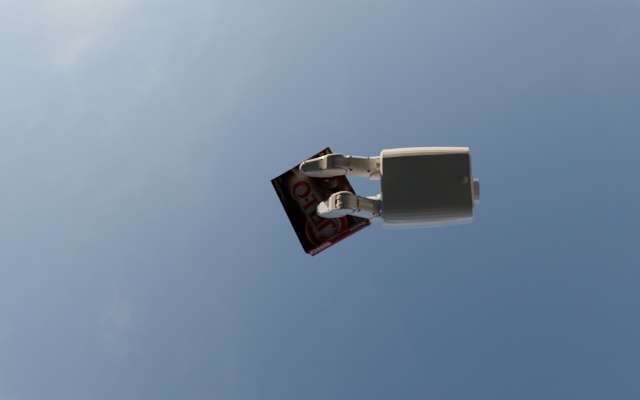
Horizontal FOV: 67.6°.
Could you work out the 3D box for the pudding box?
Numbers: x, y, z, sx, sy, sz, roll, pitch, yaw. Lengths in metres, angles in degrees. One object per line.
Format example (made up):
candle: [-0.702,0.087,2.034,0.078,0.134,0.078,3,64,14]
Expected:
pudding box: [0.000,0.002,0.613,0.090,0.113,0.039,-30,-22,5]
